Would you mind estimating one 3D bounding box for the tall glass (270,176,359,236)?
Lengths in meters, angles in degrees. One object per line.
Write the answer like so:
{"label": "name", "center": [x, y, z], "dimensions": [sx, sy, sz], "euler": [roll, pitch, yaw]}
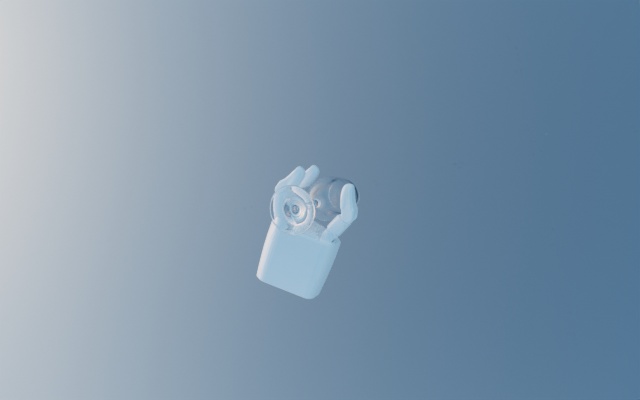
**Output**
{"label": "tall glass", "center": [0.000, 0.003, 0.778], "dimensions": [0.079, 0.079, 0.201], "euler": [0, 7, 25]}
